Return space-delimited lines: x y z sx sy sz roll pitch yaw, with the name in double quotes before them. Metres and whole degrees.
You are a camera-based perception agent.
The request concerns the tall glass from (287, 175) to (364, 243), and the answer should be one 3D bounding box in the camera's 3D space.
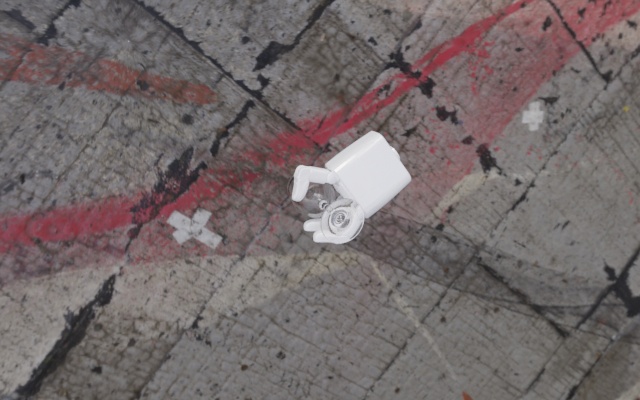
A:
"tall glass" 0.000 0.003 0.830 0.079 0.079 0.201 0 17 -22
